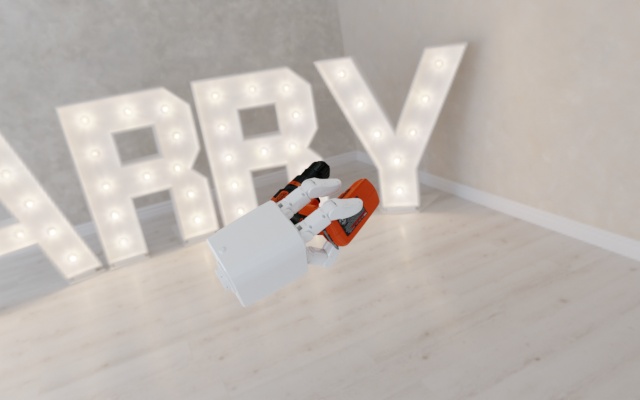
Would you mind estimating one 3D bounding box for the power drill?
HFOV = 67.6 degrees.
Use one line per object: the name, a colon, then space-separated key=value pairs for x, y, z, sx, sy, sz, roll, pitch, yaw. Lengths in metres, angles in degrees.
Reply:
power drill: x=0.000 y=0.003 z=0.753 sx=0.187 sy=0.057 sz=0.184 roll=3 pitch=47 yaw=51
